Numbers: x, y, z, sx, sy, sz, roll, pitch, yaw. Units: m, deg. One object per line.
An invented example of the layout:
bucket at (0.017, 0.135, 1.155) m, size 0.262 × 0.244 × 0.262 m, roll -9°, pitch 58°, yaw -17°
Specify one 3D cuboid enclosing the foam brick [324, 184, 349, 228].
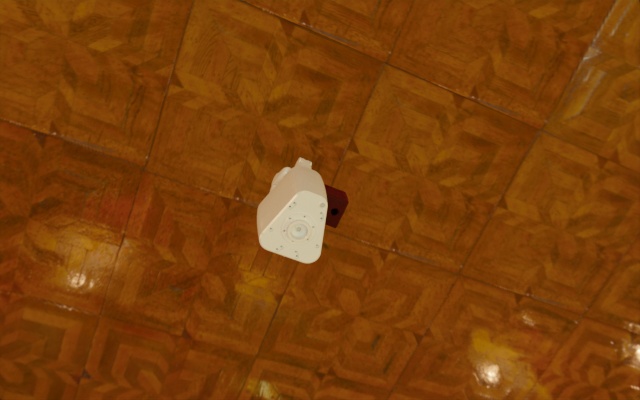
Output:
foam brick at (0.000, 0.003, 0.792) m, size 0.078 × 0.053 × 0.051 m, roll 21°, pitch 17°, yaw -14°
